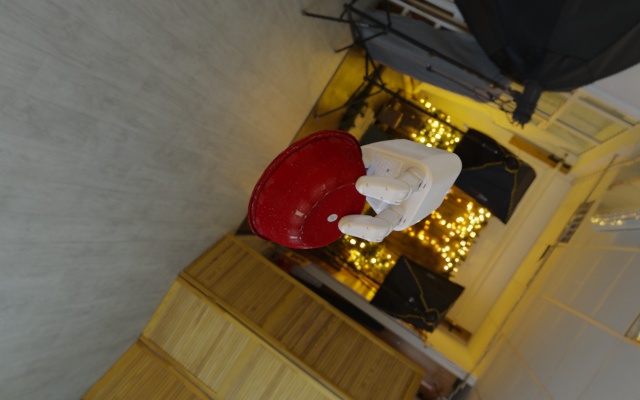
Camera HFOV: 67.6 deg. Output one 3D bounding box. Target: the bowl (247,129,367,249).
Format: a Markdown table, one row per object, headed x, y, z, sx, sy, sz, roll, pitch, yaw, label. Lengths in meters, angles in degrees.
| x | y | z | sx | sy | sz | roll | pitch | yaw | label |
| --- | --- | --- | --- | --- | --- | --- | --- | --- | --- |
| -0.001 | 0.002 | 0.543 | 0.162 | 0.162 | 0.055 | 0 | 37 | -47 | bowl |
